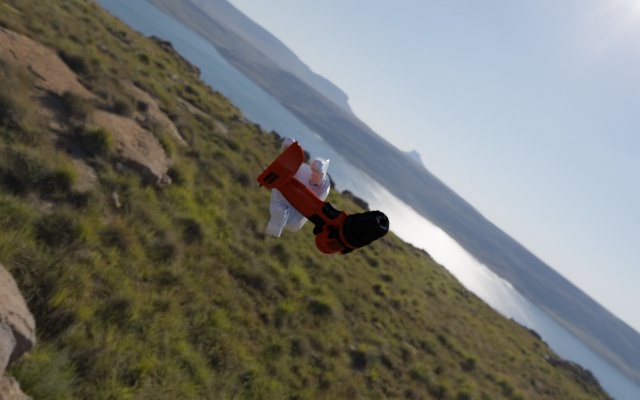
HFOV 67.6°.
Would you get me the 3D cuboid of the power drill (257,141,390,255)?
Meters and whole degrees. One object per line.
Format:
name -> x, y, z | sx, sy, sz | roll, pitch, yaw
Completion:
power drill -> 0.000, 0.002, 0.722 | 0.057, 0.187, 0.184 | -47, 9, -30
